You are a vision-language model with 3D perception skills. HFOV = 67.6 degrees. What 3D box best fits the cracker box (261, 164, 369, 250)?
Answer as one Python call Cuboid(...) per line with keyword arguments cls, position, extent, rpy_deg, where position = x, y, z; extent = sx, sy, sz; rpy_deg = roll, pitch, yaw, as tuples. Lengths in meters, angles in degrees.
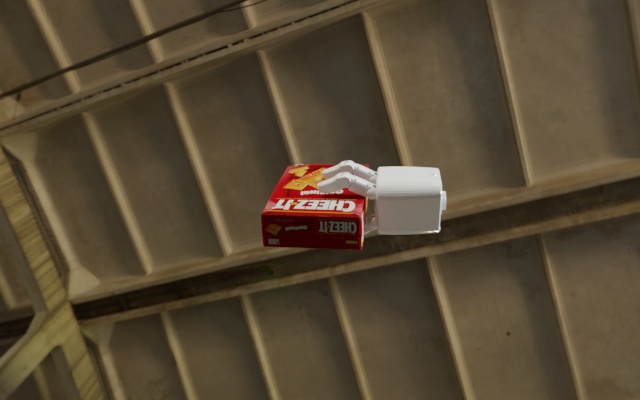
Cuboid(cls="cracker box", position=(0.000, 0.003, 0.850), extent=(0.164, 0.072, 0.213), rpy_deg=(1, 25, 9))
